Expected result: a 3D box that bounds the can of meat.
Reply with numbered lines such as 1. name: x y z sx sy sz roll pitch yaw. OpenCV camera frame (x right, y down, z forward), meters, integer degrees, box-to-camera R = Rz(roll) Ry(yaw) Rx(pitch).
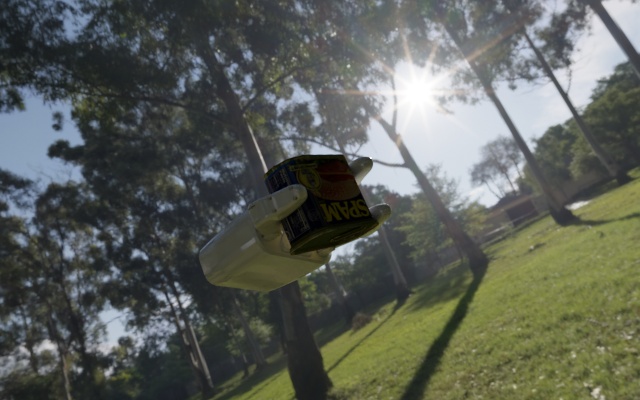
1. can of meat: 0.000 0.001 0.485 0.102 0.084 0.057 -6 -23 -48
